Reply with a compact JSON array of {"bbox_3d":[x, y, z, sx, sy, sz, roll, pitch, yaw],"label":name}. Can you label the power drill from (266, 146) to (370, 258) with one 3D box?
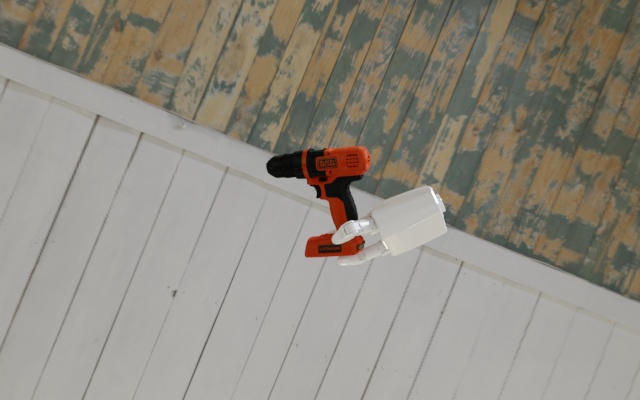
[{"bbox_3d":[0.000,0.003,0.827,0.184,0.188,0.057,-4,9,19],"label":"power drill"}]
